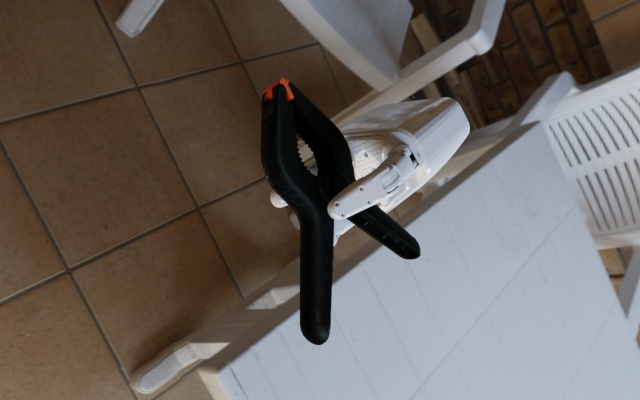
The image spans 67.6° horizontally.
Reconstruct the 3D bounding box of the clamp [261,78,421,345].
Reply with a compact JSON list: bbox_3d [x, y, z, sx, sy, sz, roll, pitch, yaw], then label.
[{"bbox_3d":[0.000,0.001,0.404,0.036,0.210,0.164,-21,13,44],"label":"clamp"}]
